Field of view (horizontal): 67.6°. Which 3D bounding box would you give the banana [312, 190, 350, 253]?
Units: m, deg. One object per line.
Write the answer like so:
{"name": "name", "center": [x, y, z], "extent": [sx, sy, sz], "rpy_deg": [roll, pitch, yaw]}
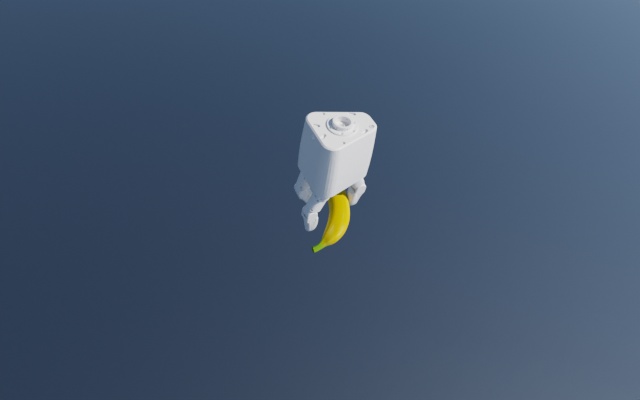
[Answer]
{"name": "banana", "center": [0.019, 0.006, 0.883], "extent": [0.069, 0.197, 0.037], "rpy_deg": [1, -39, -1]}
